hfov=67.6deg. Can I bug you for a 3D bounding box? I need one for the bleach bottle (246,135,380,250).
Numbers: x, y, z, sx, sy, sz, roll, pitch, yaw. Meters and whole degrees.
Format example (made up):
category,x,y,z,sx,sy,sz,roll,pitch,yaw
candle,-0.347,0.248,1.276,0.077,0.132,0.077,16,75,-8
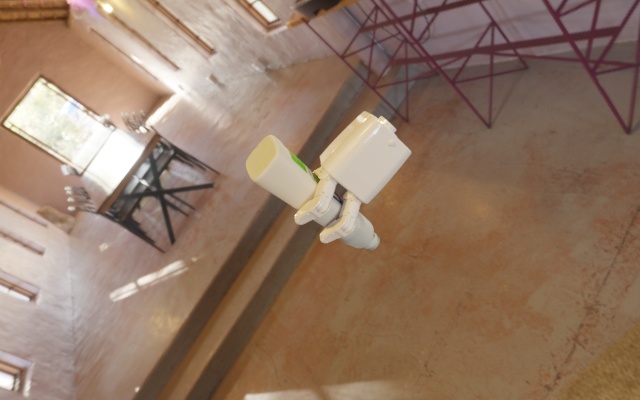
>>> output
category,x,y,z,sx,sy,sz,roll,pitch,yaw
bleach bottle,0.000,0.003,0.765,0.251,0.068,0.102,37,9,-28
